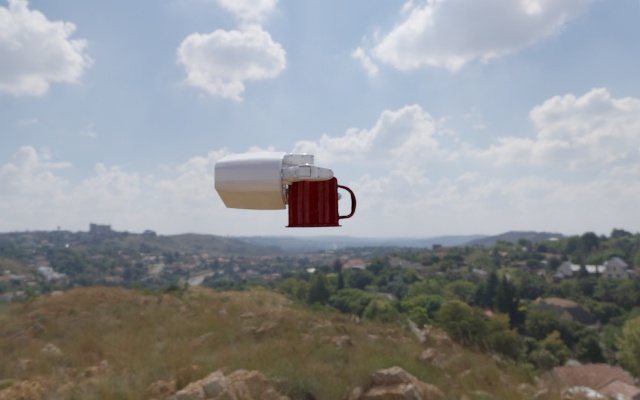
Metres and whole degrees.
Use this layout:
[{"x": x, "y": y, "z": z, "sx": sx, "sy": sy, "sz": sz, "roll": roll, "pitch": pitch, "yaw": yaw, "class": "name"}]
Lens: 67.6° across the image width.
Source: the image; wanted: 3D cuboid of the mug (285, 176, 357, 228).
[{"x": 0.002, "y": 0.002, "z": 0.774, "sx": 0.117, "sy": 0.081, "sz": 0.093, "roll": -1, "pitch": -4, "yaw": 0, "class": "mug"}]
